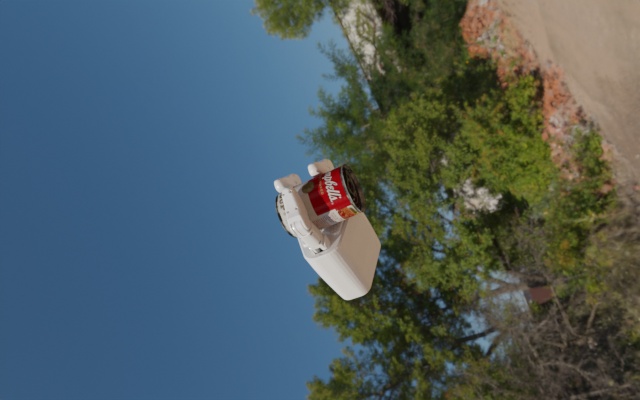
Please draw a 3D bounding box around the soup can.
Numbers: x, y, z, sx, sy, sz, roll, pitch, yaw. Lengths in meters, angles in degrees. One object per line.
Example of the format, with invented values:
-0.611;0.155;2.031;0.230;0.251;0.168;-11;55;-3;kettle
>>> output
0.000;0.002;0.636;0.102;0.068;0.068;-23;-8;20;soup can
